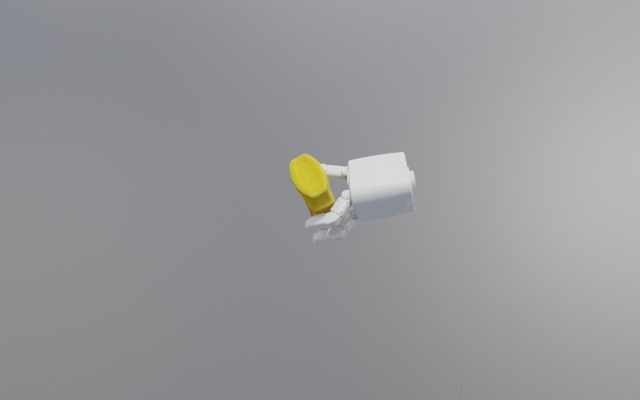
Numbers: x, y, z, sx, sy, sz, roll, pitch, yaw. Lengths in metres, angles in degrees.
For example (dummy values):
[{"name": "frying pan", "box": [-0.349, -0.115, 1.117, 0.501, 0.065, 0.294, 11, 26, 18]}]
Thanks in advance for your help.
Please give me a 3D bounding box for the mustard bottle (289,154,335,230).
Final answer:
[{"name": "mustard bottle", "box": [0.000, 0.003, 0.890, 0.058, 0.096, 0.192, -31, -34, -4]}]
